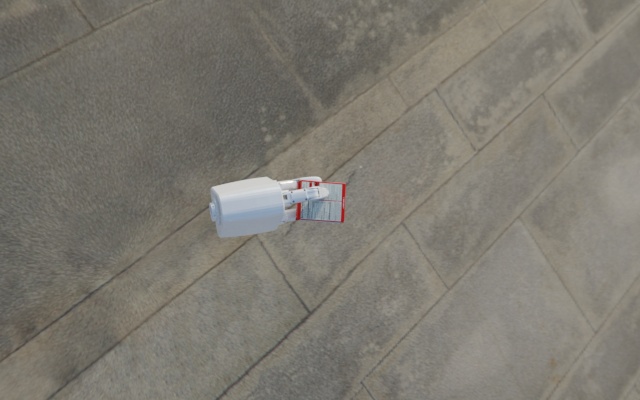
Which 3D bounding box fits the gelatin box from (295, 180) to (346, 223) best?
[{"bbox_3d":[0.001,0.003,0.874,0.089,0.073,0.030,4,-7,-14],"label":"gelatin box"}]
